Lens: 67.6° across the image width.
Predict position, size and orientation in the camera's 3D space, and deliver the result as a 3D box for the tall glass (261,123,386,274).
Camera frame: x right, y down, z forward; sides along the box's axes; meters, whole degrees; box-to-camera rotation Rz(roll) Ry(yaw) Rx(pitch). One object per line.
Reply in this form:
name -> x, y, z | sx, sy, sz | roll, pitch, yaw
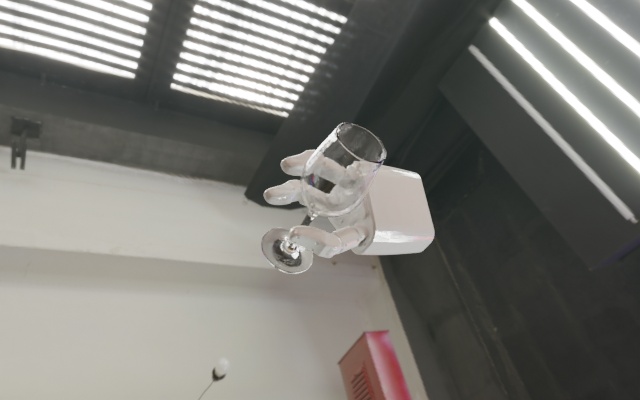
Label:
tall glass -> 0.000, 0.002, 0.571 | 0.079, 0.079, 0.201 | 0, -40, -35
